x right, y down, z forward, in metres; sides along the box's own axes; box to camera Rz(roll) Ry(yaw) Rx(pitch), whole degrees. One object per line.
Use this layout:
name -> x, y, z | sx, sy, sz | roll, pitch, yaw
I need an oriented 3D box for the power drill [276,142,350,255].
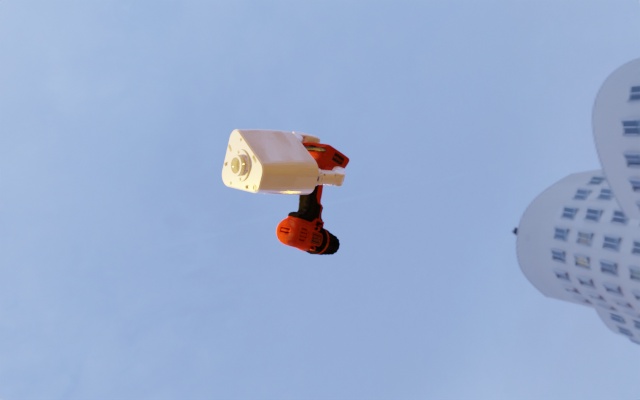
power drill -> 0.000, 0.002, 0.851 | 0.057, 0.187, 0.184 | 7, -9, 27
